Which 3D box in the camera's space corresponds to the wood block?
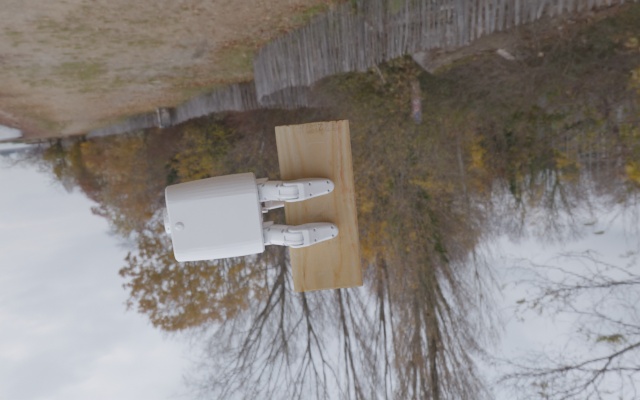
[{"bbox_3d":[0.000,0.002,0.618,0.090,0.206,0.091,-6,10,0],"label":"wood block"}]
